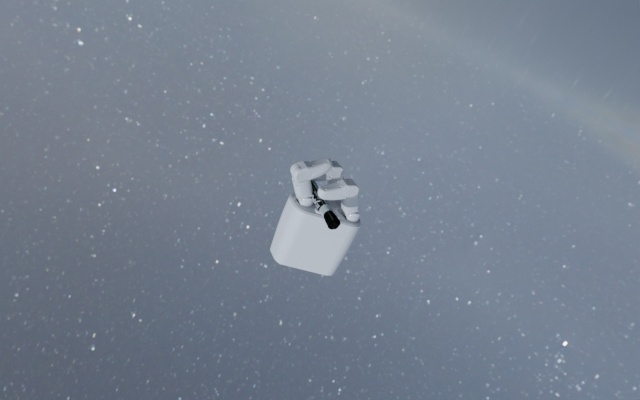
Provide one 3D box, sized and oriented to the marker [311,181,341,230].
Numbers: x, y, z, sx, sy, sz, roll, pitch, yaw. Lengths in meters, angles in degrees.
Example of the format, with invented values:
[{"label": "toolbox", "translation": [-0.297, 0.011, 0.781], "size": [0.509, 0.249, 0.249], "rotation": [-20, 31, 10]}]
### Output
[{"label": "marker", "translation": [0.000, 0.002, 0.693], "size": [0.020, 0.020, 0.121], "rotation": [0, 34, -25]}]
